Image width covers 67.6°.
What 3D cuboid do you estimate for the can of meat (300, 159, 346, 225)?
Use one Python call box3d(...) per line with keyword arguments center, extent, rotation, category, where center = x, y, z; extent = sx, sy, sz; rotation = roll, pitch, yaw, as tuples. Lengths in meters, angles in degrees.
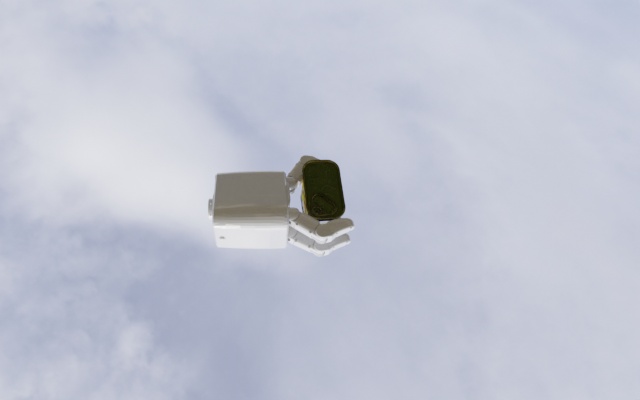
box3d(center=(0.000, 0.002, 0.735), extent=(0.057, 0.102, 0.084), rotation=(-3, -30, -9), category="can of meat")
